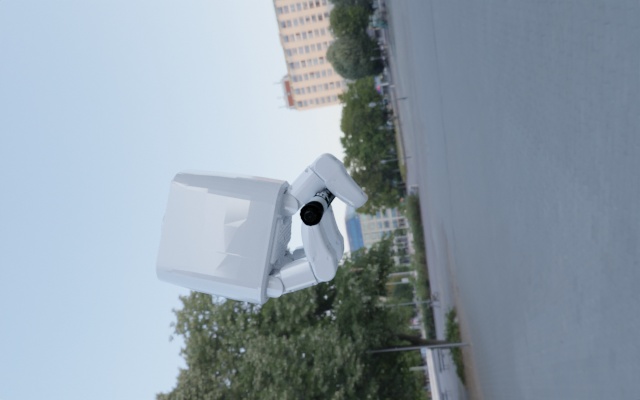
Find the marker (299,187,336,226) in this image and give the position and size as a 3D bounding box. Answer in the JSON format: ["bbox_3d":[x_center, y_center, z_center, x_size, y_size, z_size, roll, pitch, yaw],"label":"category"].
[{"bbox_3d":[0.000,0.001,0.435,0.020,0.020,0.121,0,11,9],"label":"marker"}]
